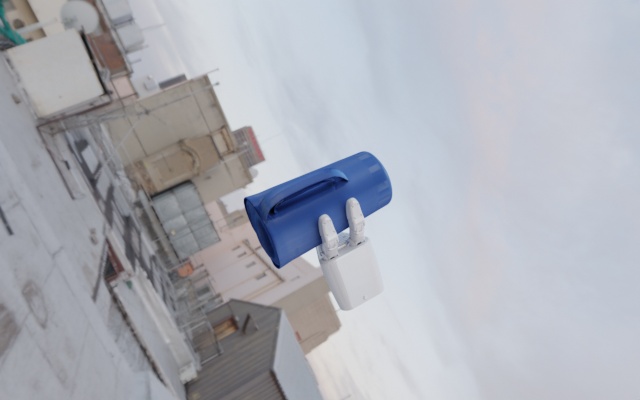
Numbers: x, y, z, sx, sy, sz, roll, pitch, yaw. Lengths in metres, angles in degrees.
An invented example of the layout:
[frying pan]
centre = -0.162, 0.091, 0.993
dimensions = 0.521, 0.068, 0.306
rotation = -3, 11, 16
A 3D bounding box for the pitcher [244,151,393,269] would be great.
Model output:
[pitcher]
centre = 0.000, 0.003, 0.819
dimensions = 0.243, 0.145, 0.149
rotation = -26, 19, -16
